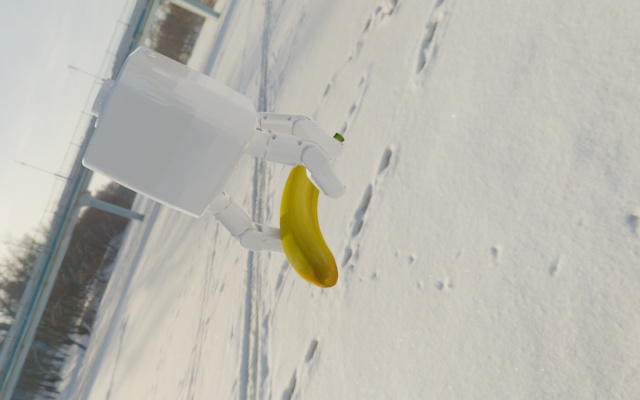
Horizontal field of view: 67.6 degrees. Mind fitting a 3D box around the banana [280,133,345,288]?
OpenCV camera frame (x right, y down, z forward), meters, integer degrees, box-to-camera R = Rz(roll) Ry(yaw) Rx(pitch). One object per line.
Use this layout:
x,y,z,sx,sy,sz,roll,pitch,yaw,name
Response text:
-0.011,0.009,0.452,0.037,0.197,0.070,30,-52,-24,banana
